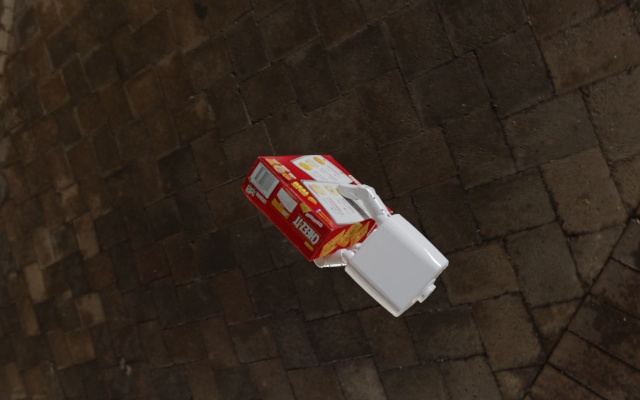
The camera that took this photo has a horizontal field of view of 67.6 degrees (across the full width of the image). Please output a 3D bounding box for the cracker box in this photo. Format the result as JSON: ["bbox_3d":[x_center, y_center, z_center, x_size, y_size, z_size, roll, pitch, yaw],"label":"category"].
[{"bbox_3d":[0.000,0.002,0.775,0.164,0.072,0.213,44,24,20],"label":"cracker box"}]
